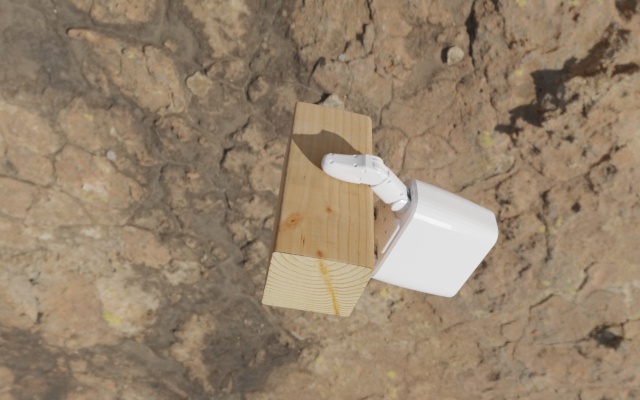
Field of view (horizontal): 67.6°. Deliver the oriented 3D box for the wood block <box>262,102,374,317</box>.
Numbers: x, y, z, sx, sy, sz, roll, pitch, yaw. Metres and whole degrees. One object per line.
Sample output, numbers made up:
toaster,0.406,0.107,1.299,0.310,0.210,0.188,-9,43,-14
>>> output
wood block,0.001,0.002,0.499,0.090,0.206,0.091,11,-42,-7
